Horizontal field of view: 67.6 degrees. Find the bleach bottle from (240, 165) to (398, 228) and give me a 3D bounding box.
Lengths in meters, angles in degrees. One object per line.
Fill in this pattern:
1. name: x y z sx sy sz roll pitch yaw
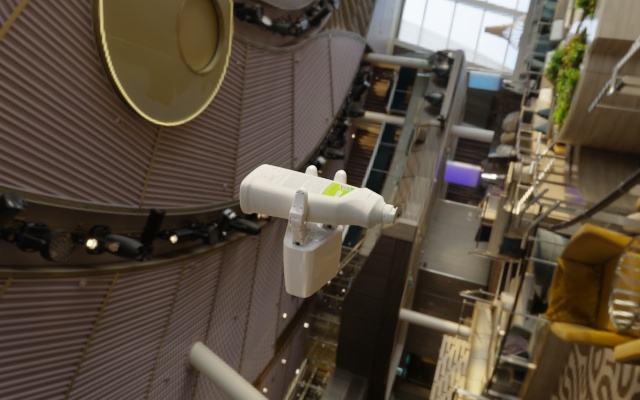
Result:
1. bleach bottle: 0.000 0.002 0.791 0.251 0.068 0.102 13 32 18
